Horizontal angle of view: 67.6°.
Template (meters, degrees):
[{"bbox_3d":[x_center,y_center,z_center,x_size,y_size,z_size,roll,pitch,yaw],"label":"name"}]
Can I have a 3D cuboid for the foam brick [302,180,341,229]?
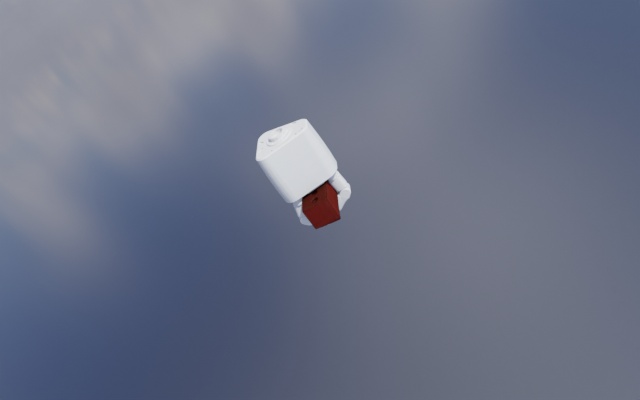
[{"bbox_3d":[0.000,0.003,0.868,0.053,0.051,0.078,-25,35,15],"label":"foam brick"}]
